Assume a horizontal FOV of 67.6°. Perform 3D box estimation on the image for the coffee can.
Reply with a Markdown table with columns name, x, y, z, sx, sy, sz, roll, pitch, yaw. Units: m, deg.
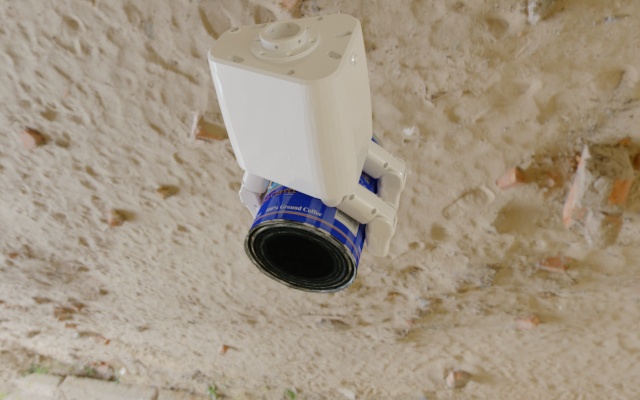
| name | x | y | z | sx | sy | sz | roll | pitch | yaw |
| --- | --- | --- | --- | --- | --- | --- | --- | --- | --- |
| coffee can | 0.000 | 0.001 | 0.456 | 0.103 | 0.140 | 0.103 | 12 | -40 | 10 |
